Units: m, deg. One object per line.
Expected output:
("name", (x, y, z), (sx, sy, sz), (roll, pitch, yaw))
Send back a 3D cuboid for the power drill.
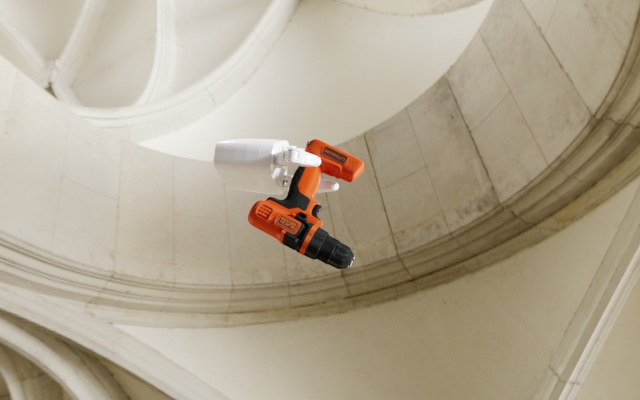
("power drill", (0.000, 0.002, 0.788), (0.184, 0.187, 0.057), (28, -25, 4))
